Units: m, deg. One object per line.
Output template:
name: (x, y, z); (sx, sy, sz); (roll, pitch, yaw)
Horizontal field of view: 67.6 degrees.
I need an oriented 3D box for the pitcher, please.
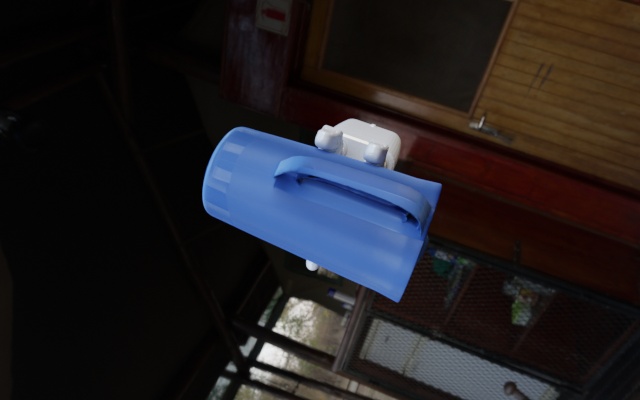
pitcher: (0.000, 0.002, 0.516); (0.243, 0.149, 0.145); (20, 27, 9)
